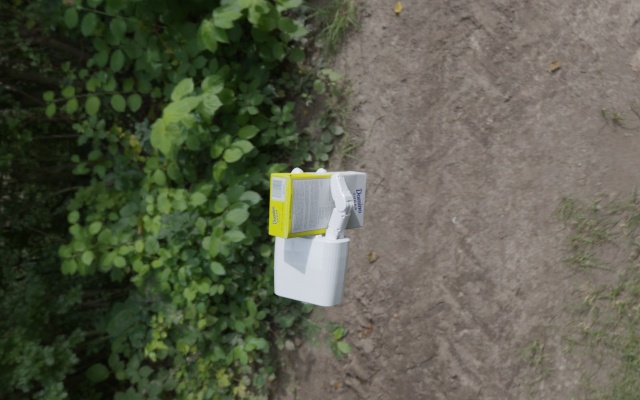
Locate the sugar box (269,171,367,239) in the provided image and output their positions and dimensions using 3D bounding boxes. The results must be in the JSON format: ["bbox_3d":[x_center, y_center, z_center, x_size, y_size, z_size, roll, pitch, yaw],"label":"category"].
[{"bbox_3d":[0.000,0.003,0.745,0.048,0.093,0.176,10,9,40],"label":"sugar box"}]
